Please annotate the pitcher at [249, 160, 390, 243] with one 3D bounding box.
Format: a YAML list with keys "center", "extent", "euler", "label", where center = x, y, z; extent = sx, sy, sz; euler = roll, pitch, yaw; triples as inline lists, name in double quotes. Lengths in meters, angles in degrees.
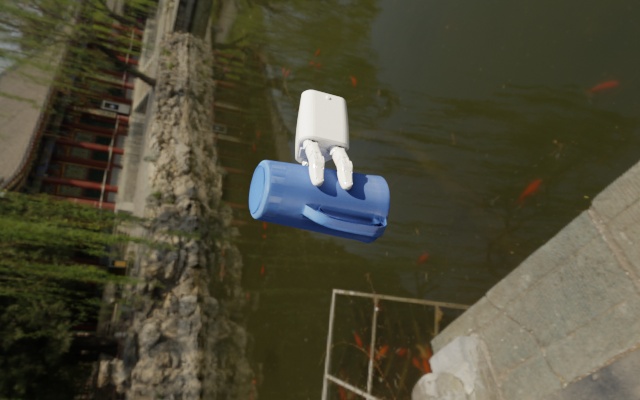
- center: [0.000, 0.003, 0.879]
  extent: [0.243, 0.145, 0.149]
  euler: [10, -22, -22]
  label: "pitcher"
